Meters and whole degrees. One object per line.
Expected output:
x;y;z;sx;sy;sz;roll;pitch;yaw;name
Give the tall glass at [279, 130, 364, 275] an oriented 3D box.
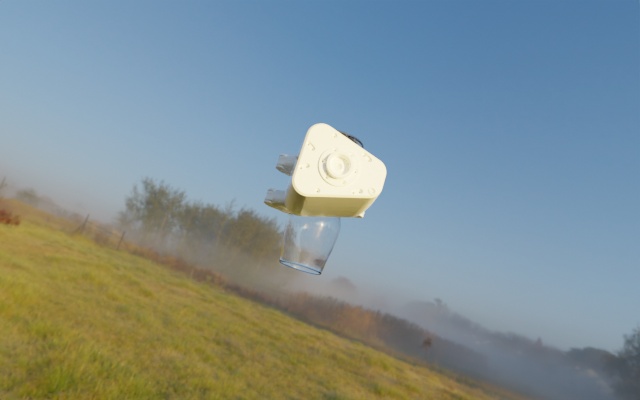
0.000;0.002;0.691;0.079;0.201;0.079;16;-14;4;tall glass
